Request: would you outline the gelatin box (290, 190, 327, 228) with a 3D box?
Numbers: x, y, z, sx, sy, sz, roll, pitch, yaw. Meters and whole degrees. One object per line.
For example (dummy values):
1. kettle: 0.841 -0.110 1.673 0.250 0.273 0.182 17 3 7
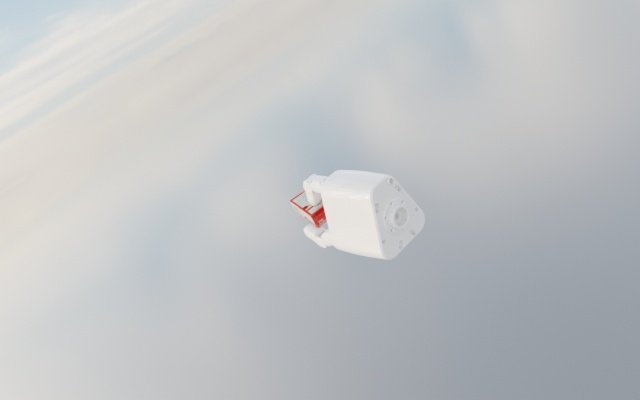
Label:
1. gelatin box: 0.000 0.002 0.799 0.073 0.030 0.089 -36 29 -14
